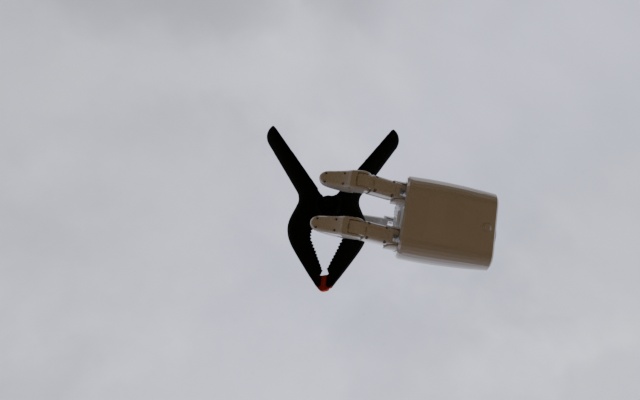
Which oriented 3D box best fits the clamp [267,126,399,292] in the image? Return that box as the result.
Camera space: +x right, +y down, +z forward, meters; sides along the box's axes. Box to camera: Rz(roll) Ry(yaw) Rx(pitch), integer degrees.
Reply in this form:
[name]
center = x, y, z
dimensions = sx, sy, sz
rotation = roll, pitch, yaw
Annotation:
[clamp]
center = 0.000, 0.003, 0.580
dimensions = 0.164, 0.210, 0.036
rotation = 9, -13, 7
